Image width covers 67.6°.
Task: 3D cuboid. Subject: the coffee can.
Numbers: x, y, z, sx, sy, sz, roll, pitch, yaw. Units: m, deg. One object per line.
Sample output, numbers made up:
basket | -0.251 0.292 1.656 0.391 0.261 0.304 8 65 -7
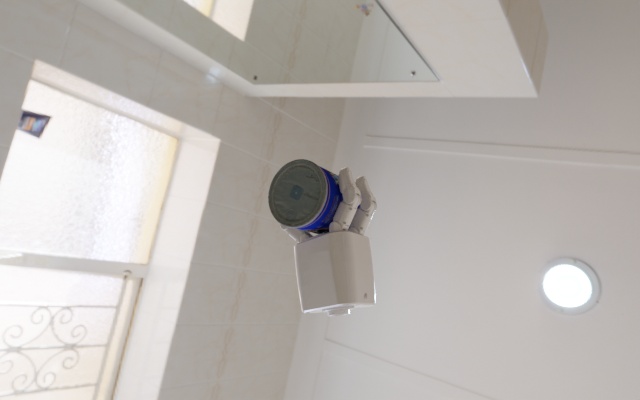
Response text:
coffee can | 0.000 0.002 0.755 0.103 0.103 0.140 0 -11 32
